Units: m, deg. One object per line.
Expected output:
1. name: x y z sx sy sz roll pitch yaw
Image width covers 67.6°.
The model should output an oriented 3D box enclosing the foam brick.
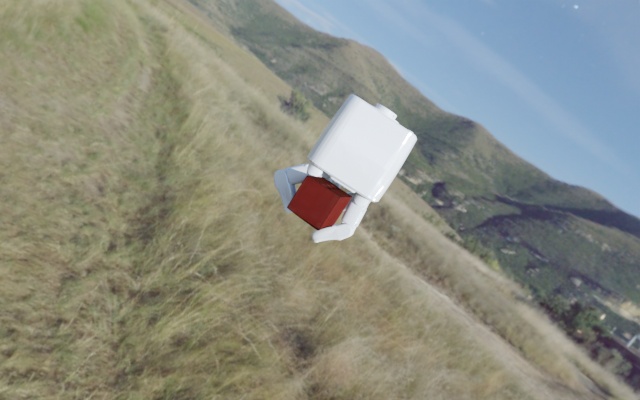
1. foam brick: 0.000 0.002 0.630 0.053 0.051 0.078 35 9 11
